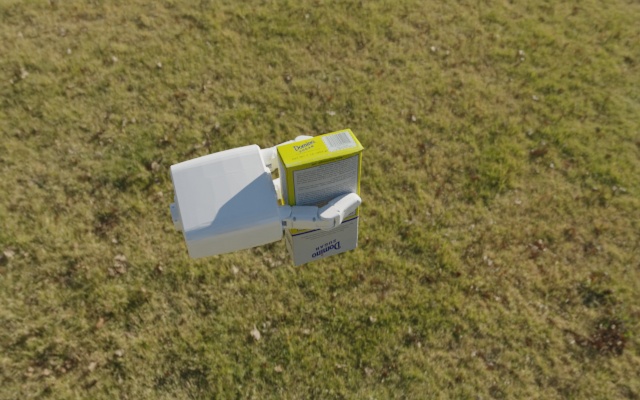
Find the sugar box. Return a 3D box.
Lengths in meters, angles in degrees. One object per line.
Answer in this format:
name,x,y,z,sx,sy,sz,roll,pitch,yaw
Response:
sugar box,0.000,0.002,0.592,0.093,0.048,0.176,-15,-41,-14
